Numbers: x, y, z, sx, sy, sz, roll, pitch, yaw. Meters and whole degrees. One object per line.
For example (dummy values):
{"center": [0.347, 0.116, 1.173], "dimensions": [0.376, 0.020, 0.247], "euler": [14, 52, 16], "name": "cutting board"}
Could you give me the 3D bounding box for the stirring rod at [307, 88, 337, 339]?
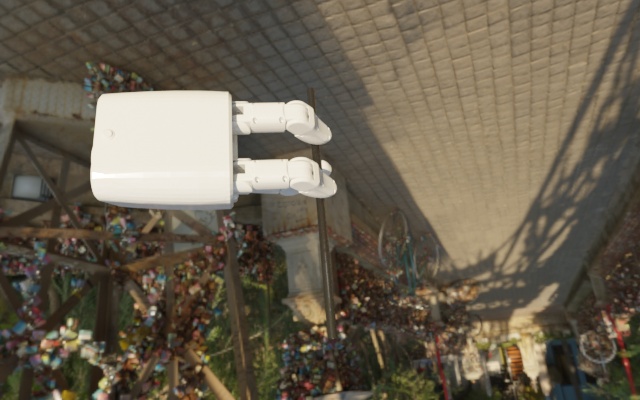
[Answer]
{"center": [0.000, 0.001, 0.434], "dimensions": [0.011, 0.239, 0.011], "euler": [-4, -21, -2], "name": "stirring rod"}
